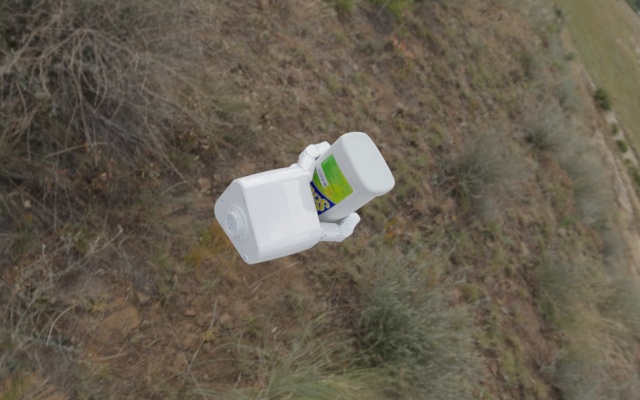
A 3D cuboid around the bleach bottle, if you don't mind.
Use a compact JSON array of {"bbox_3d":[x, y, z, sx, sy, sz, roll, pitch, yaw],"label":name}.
[{"bbox_3d":[0.000,0.002,0.745,0.068,0.102,0.251,-14,-20,-41],"label":"bleach bottle"}]
